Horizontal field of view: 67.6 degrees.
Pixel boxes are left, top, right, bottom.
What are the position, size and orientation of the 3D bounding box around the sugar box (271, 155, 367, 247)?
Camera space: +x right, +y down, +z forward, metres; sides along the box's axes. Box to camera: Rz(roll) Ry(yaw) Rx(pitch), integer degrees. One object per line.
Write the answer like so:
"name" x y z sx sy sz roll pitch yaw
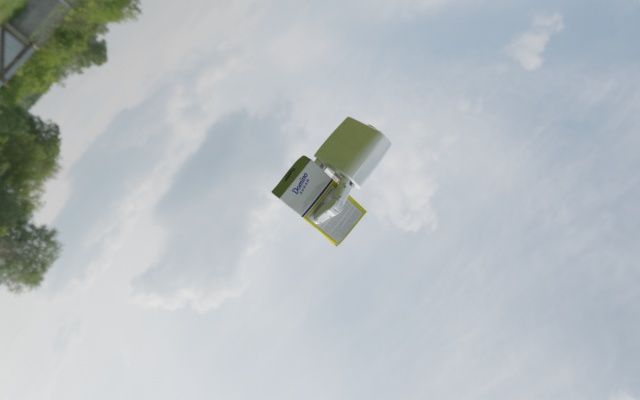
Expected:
"sugar box" 0.000 0.003 0.900 0.176 0.093 0.048 42 -4 -33
